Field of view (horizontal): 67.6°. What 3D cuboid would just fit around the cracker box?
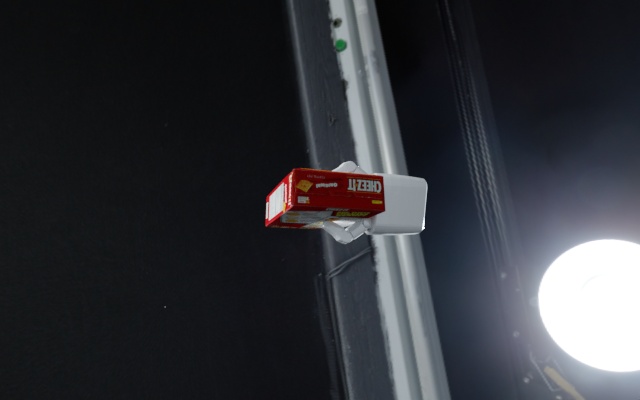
[{"bbox_3d":[0.000,0.003,0.876,0.164,0.072,0.214,3,-13,-17],"label":"cracker box"}]
